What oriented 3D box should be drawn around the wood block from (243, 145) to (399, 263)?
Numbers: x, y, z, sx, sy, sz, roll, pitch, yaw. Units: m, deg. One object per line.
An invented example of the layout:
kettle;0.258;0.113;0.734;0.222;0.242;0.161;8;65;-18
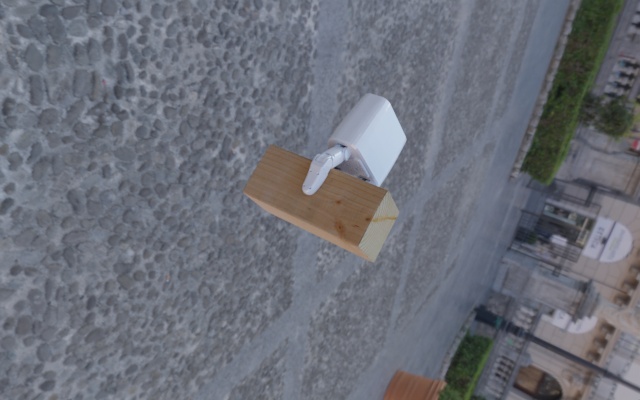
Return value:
wood block;0.000;0.002;0.718;0.206;0.090;0.091;23;-12;27
